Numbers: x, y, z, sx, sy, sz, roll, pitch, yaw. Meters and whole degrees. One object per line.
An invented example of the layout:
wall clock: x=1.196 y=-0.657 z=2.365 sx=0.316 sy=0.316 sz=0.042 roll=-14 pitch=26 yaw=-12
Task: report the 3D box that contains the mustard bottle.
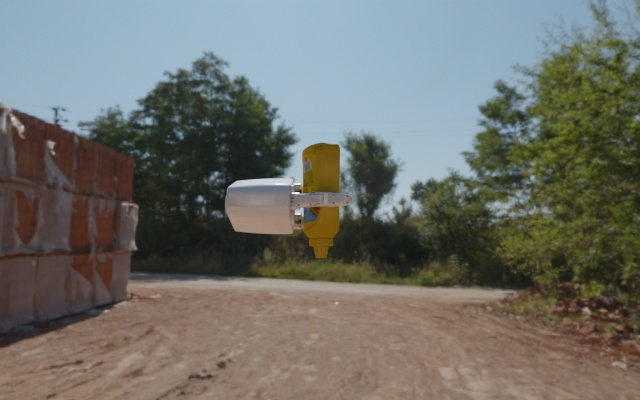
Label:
mustard bottle: x=0.000 y=0.002 z=0.821 sx=0.058 sy=0.191 sz=0.096 roll=3 pitch=-8 yaw=-24
